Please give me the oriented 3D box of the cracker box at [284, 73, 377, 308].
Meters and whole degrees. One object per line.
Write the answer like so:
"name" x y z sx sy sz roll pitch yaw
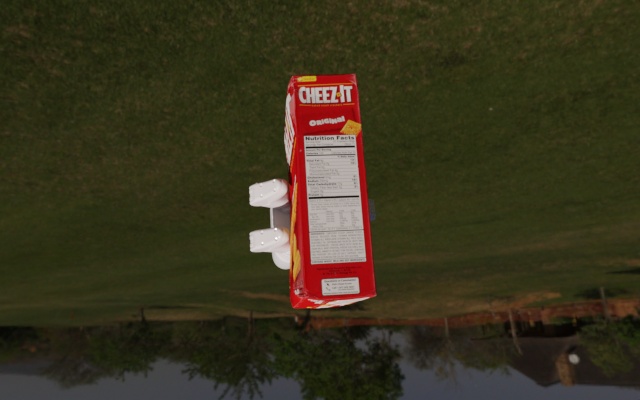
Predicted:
"cracker box" 0.000 0.002 0.503 0.072 0.213 0.164 -2 -14 -7
